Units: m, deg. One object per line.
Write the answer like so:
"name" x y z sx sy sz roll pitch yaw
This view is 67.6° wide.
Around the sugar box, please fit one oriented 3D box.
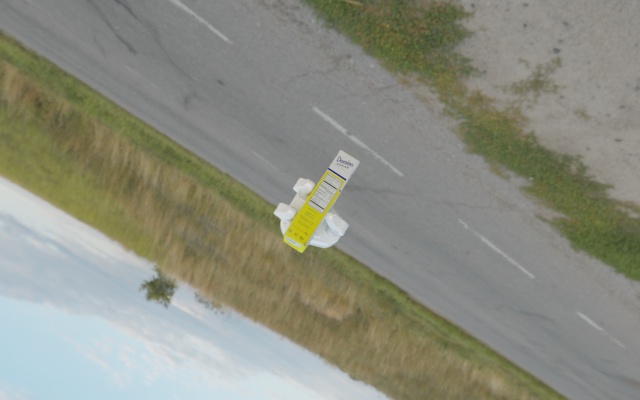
"sugar box" 0.000 0.003 0.830 0.048 0.176 0.093 31 -13 2
